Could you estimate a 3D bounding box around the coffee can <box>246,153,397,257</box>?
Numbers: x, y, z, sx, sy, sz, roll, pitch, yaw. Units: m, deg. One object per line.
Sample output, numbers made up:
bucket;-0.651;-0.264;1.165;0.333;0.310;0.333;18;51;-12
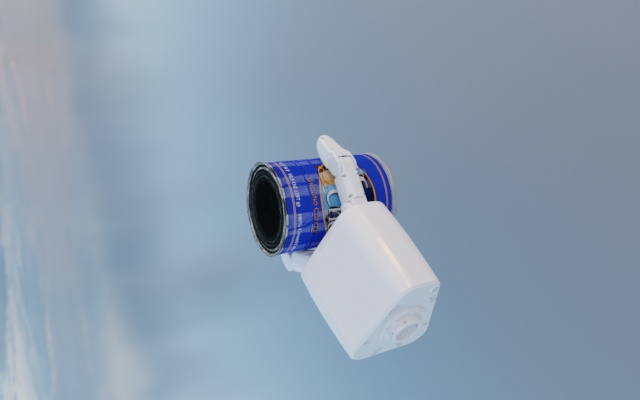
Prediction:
coffee can;0.000;0.002;0.543;0.140;0.103;0.103;-8;4;-29
